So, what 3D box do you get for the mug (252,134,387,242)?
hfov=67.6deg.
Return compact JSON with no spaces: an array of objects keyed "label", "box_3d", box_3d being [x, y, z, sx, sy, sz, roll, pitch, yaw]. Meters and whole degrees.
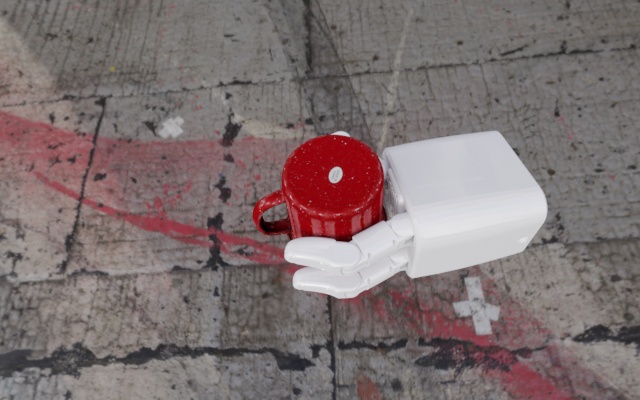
[{"label":"mug","box_3d":[-0.001,0.001,0.403,0.117,0.093,0.082,-12,-31,-3]}]
